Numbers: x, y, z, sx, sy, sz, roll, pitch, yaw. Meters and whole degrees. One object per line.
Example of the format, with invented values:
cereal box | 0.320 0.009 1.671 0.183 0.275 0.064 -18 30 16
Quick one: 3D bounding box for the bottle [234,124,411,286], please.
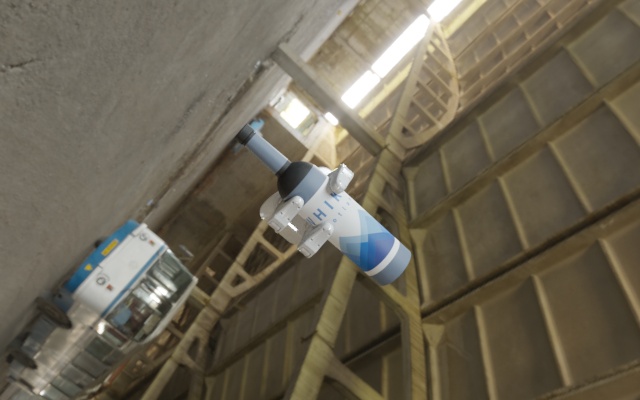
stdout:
bottle | 0.000 0.002 0.671 0.296 0.069 0.069 42 -9 -10
